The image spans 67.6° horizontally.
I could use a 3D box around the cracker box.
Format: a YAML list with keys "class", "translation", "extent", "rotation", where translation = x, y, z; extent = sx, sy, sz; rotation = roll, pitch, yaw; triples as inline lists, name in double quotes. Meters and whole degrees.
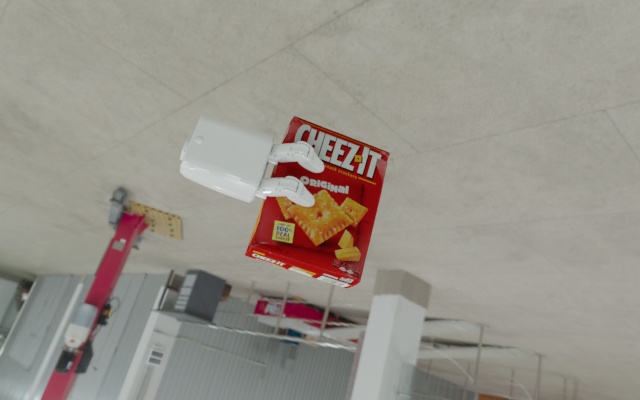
- class: "cracker box"
  translation: [0.000, 0.003, 0.708]
  extent: [0.164, 0.213, 0.072]
  rotation: [20, -22, -10]
